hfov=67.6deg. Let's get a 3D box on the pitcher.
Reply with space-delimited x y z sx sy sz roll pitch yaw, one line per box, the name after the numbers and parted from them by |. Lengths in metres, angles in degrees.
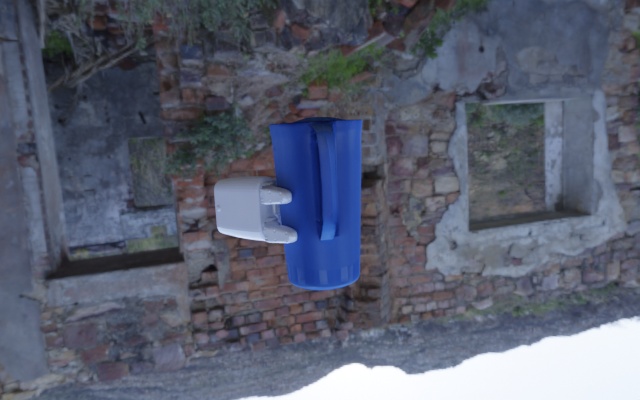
0.000 0.002 0.689 0.145 0.243 0.149 2 9 36 | pitcher
